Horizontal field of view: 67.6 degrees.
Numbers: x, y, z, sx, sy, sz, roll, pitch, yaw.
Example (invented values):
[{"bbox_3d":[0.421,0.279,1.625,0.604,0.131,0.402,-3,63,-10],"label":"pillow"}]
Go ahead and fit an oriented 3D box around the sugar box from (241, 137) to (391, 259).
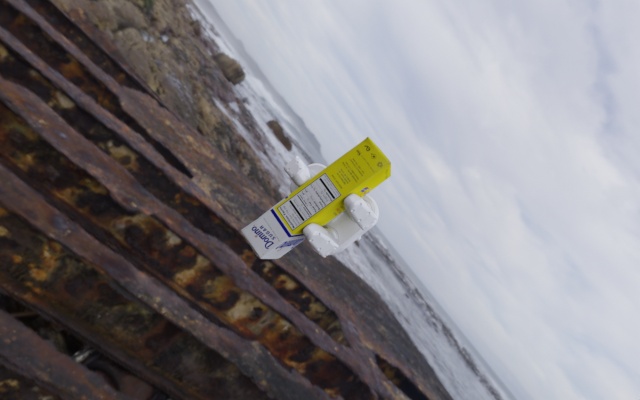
[{"bbox_3d":[0.001,0.002,0.555,0.176,0.048,0.093,-39,-11,3],"label":"sugar box"}]
